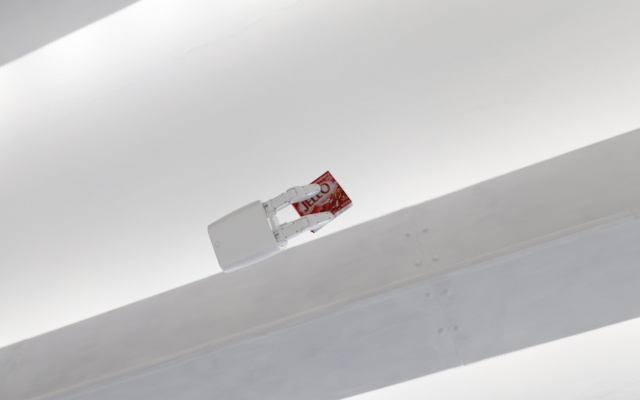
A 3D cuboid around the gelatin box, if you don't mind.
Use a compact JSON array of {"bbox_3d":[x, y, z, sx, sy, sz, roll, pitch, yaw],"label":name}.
[{"bbox_3d":[0.000,0.003,0.832,0.089,0.073,0.030,-35,-18,-5],"label":"gelatin box"}]
